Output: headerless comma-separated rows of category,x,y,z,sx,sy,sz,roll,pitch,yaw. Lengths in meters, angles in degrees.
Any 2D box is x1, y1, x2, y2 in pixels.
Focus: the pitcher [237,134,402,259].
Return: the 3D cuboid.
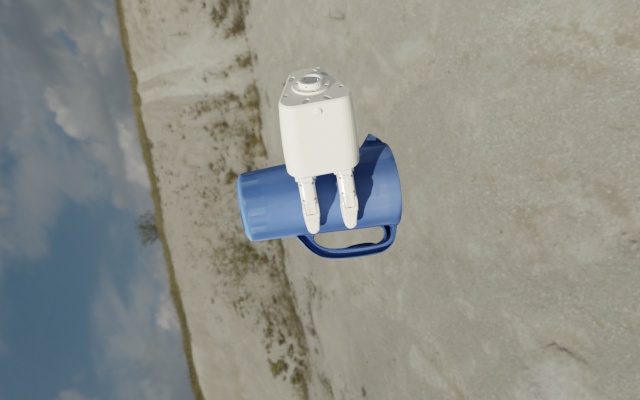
pitcher,0.000,0.002,0.746,0.243,0.145,0.149,-10,42,-3
